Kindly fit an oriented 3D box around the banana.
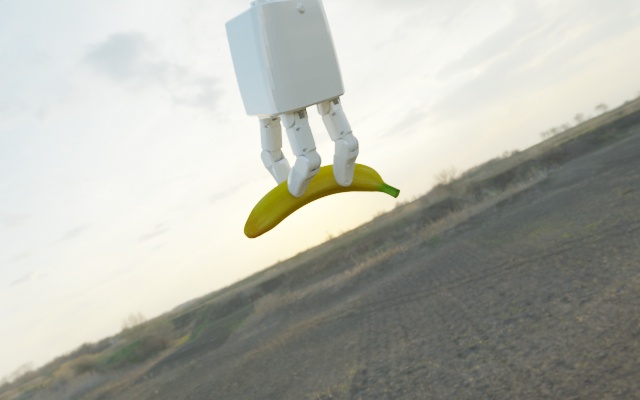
[{"bbox_3d":[-0.005,-0.009,0.561,0.198,0.037,0.069,-17,40,-20],"label":"banana"}]
